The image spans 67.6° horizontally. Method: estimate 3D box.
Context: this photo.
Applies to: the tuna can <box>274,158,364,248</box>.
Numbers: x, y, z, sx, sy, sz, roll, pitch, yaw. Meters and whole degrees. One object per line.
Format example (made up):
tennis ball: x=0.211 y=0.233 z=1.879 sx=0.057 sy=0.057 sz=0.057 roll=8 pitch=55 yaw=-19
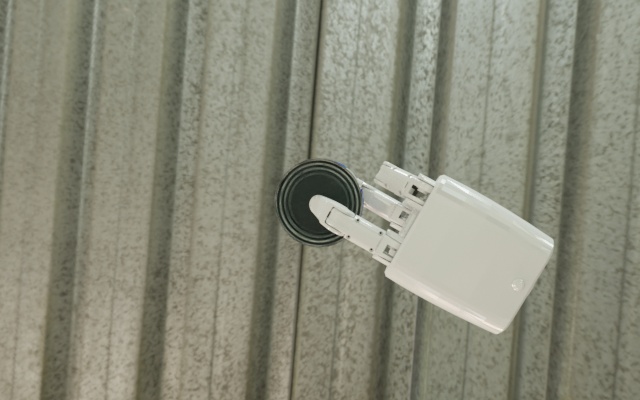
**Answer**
tuna can: x=0.000 y=0.001 z=0.472 sx=0.086 sy=0.086 sz=0.034 roll=0 pitch=4 yaw=9
